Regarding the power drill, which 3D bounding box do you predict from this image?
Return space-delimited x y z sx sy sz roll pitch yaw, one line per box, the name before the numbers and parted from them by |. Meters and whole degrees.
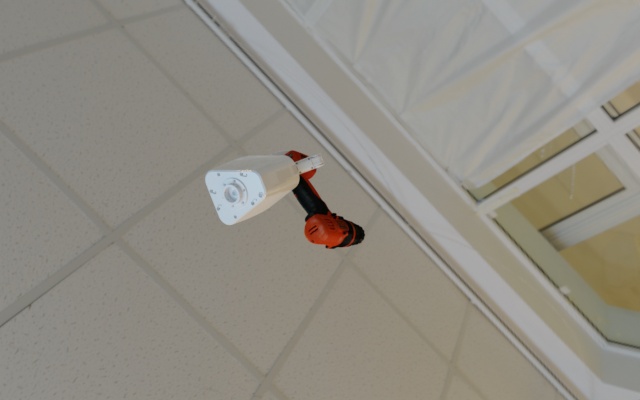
power drill | 0.000 0.003 0.875 0.057 0.187 0.184 -39 -22 17
